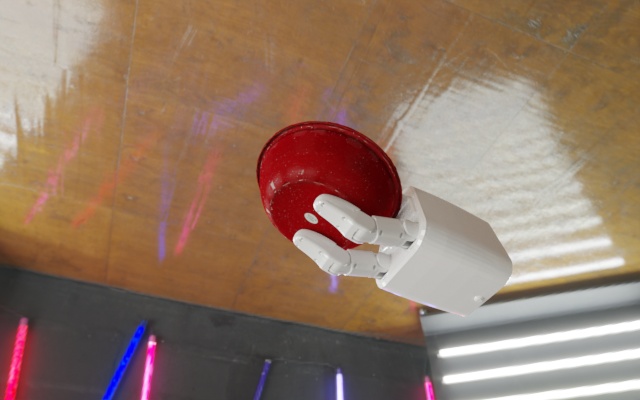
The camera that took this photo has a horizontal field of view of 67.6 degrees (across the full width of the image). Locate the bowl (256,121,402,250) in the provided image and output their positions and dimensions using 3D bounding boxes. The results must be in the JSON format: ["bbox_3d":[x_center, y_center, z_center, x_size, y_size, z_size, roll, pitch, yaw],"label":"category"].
[{"bbox_3d":[-0.001,0.001,0.494,0.162,0.162,0.055,0,37,20],"label":"bowl"}]
